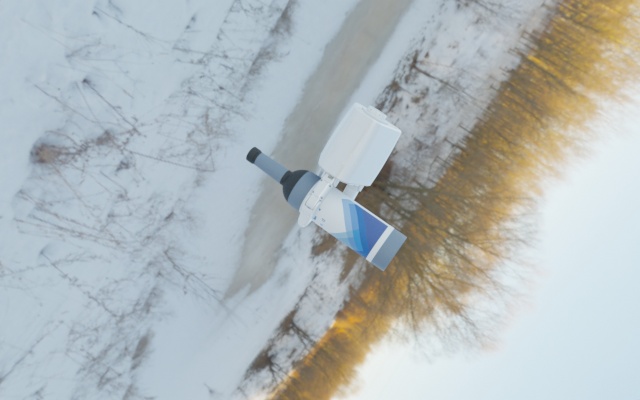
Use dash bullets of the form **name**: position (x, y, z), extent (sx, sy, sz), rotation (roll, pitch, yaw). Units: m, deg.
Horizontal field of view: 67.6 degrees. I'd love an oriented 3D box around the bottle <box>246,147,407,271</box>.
- **bottle**: position (0.000, 0.003, 0.786), extent (0.295, 0.069, 0.069), rotation (35, 7, 10)
